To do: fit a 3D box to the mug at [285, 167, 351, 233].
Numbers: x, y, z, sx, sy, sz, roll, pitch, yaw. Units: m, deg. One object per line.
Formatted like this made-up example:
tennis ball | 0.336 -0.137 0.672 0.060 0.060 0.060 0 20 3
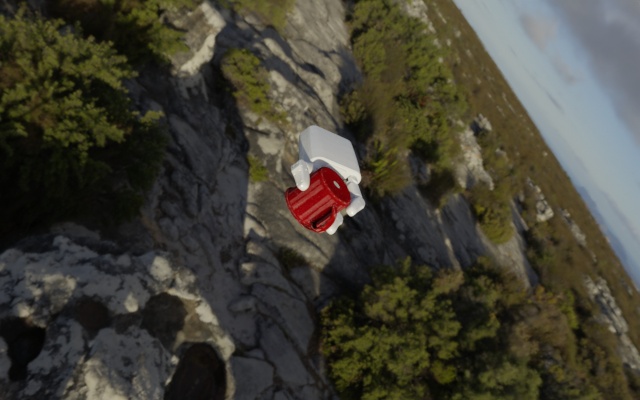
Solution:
mug | 0.000 0.004 0.829 0.081 0.117 0.093 -36 -49 25
